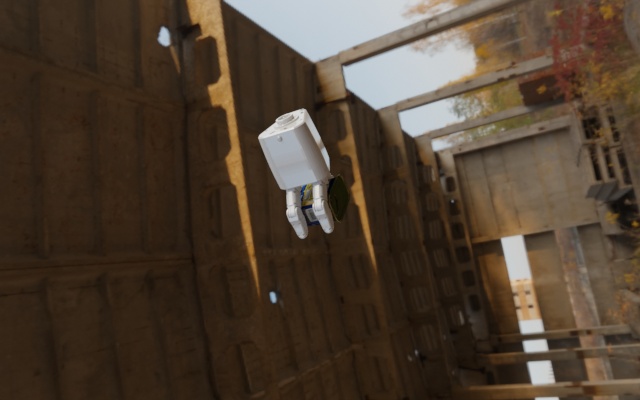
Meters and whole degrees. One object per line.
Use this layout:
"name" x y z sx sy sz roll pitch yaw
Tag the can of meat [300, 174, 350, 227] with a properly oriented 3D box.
"can of meat" 0.000 0.003 0.896 0.084 0.057 0.102 -13 30 25
